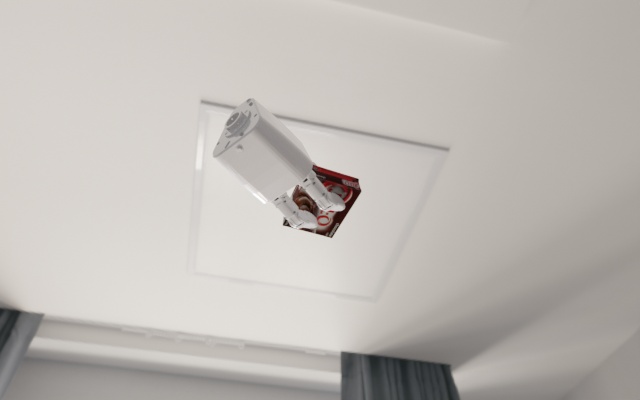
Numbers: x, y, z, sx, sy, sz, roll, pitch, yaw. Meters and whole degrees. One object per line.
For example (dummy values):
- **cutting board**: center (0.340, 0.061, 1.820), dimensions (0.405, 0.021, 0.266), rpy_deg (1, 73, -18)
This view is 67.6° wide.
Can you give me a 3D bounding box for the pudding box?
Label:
- **pudding box**: center (0.000, 0.002, 0.758), dimensions (0.090, 0.039, 0.113), rpy_deg (16, -50, -17)
